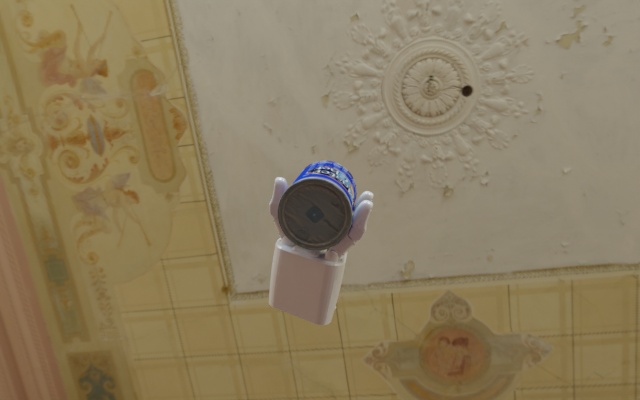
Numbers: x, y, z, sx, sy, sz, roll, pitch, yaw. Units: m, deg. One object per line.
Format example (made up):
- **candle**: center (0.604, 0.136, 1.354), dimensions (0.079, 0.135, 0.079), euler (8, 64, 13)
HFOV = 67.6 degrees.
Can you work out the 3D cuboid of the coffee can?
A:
- **coffee can**: center (0.000, 0.002, 0.713), dimensions (0.103, 0.103, 0.140), euler (0, 15, 7)
